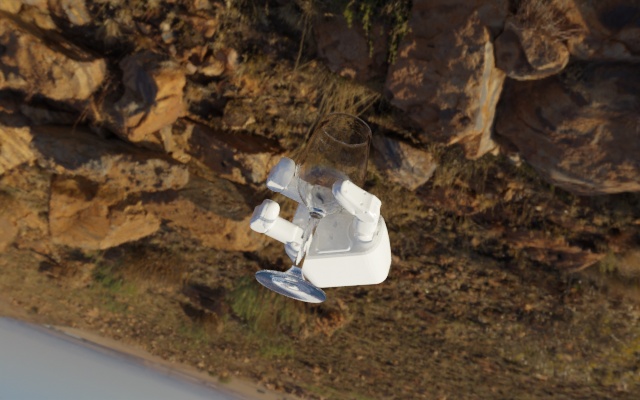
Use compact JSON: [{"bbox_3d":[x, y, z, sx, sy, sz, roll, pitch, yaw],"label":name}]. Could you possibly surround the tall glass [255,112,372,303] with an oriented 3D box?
[{"bbox_3d":[0.000,0.002,0.514,0.079,0.201,0.079,16,-25,8],"label":"tall glass"}]
